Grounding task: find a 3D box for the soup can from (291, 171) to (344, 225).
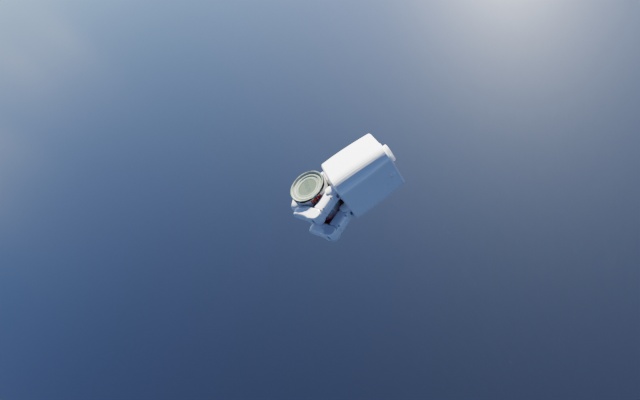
[{"bbox_3d":[0.000,0.003,0.853,0.068,0.068,0.102,0,-33,34],"label":"soup can"}]
